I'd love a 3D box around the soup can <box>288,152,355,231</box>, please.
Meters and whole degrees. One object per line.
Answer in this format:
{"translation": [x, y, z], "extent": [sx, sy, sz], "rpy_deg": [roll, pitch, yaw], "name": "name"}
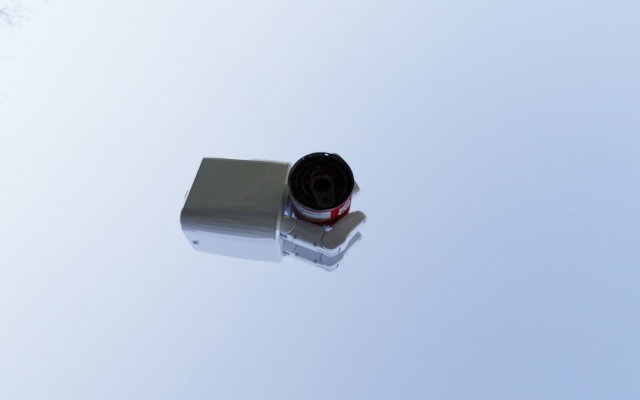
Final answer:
{"translation": [0.001, 0.002, 0.528], "extent": [0.068, 0.068, 0.102], "rpy_deg": [0, -26, -1], "name": "soup can"}
